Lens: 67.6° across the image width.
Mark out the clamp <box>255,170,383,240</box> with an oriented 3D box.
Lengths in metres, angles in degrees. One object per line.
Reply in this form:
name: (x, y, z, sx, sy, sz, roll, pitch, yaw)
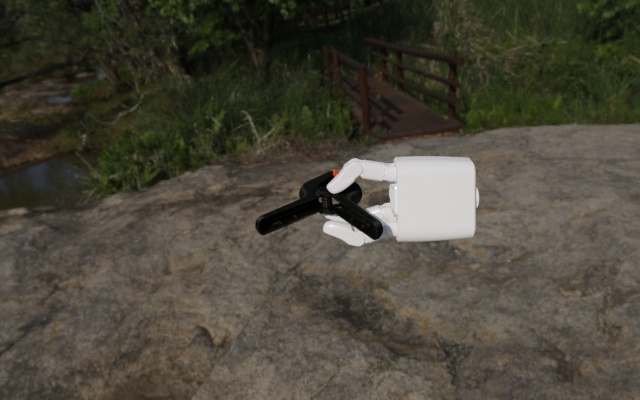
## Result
clamp: (0.000, 0.001, 0.689, 0.164, 0.036, 0.210, 0, 23, 2)
